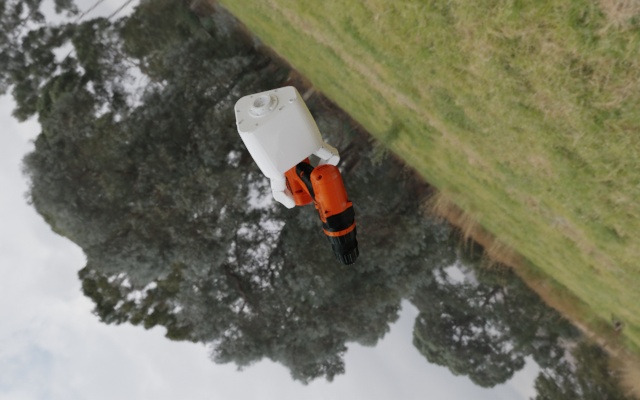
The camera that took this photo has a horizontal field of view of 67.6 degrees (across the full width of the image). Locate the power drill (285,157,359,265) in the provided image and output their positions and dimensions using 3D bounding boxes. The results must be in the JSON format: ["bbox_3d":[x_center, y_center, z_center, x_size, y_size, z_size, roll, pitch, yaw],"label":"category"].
[{"bbox_3d":[0.000,0.002,0.821,0.057,0.184,0.187,-24,30,-17],"label":"power drill"}]
